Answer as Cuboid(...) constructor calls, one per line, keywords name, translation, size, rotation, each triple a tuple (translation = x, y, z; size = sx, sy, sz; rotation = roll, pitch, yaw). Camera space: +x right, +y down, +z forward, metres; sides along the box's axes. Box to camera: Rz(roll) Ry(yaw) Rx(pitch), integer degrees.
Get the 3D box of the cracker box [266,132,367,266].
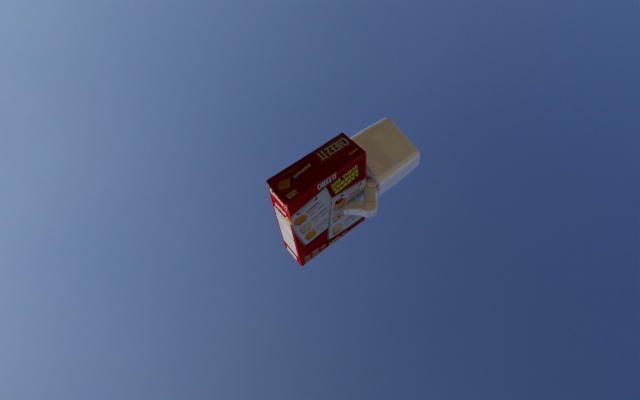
Cuboid(name="cracker box", translation=(0.000, 0.003, 0.858), size=(0.164, 0.072, 0.214), rotation=(-35, -31, -17))
